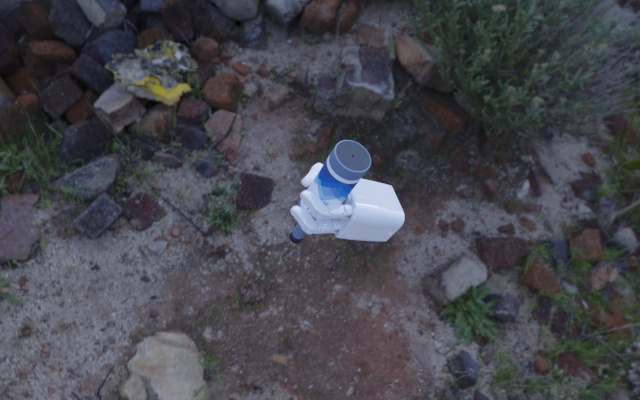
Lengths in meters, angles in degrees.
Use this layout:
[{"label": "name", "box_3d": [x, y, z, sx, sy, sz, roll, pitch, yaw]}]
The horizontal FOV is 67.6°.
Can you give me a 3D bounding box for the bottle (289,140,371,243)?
[{"label": "bottle", "box_3d": [0.000, 0.003, 0.896, 0.069, 0.069, 0.296, 0, -31, -25]}]
